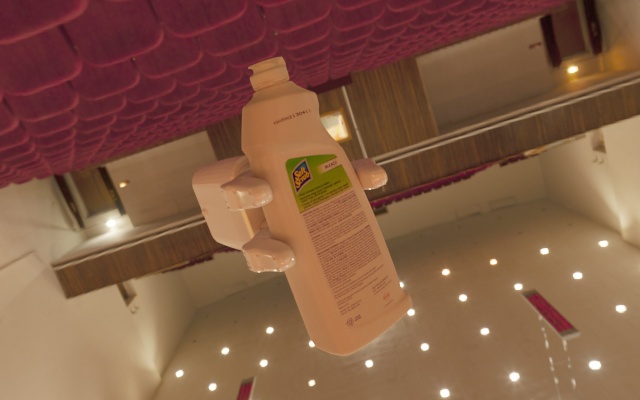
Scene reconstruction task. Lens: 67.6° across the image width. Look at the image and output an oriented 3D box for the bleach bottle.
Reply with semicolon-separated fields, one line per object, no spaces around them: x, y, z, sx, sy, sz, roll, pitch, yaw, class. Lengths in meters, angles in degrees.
0.000;0.001;0.416;0.102;0.251;0.068;-28;16;-34;bleach bottle
